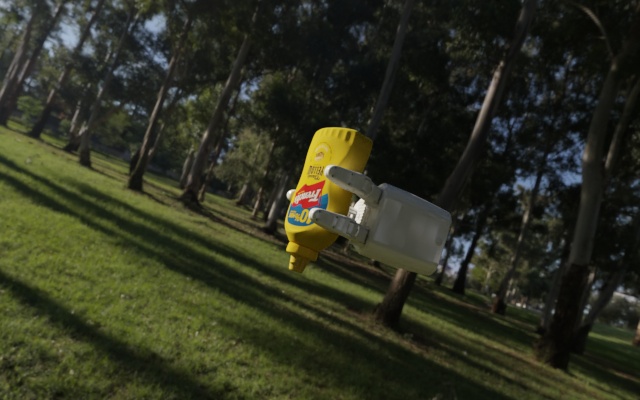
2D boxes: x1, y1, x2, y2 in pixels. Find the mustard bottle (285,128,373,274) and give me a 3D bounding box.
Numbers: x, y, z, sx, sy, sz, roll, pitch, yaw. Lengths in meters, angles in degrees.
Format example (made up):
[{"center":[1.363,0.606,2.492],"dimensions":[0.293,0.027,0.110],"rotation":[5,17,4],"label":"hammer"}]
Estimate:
[{"center":[0.000,0.002,0.625],"dimensions":[0.058,0.191,0.096],"rotation":[25,-10,-37],"label":"mustard bottle"}]
